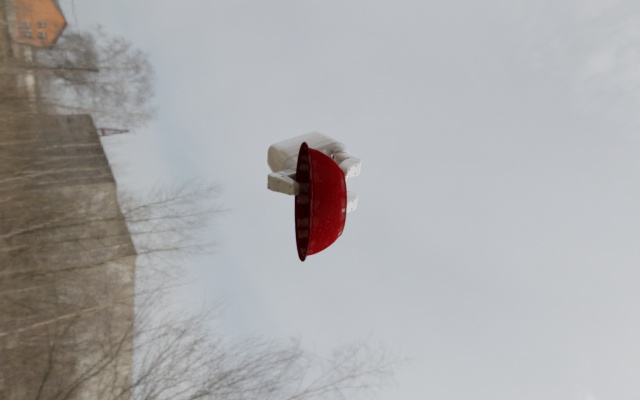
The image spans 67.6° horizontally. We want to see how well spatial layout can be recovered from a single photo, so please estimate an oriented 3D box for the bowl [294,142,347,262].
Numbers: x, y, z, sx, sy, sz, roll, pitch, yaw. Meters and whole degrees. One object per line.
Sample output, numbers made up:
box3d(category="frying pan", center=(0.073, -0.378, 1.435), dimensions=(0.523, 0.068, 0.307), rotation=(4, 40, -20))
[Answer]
box3d(category="bowl", center=(0.001, 0.003, 0.647), dimensions=(0.055, 0.162, 0.162), rotation=(1, 0, -9))
